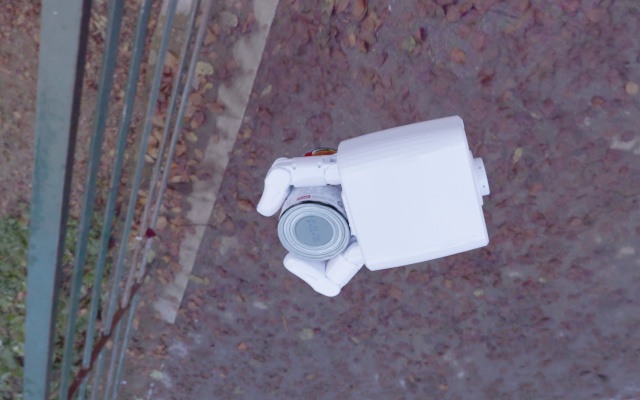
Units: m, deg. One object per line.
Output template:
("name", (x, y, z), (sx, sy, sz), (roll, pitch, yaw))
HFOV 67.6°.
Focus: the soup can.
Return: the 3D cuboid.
("soup can", (0.000, 0.002, 0.462), (0.068, 0.068, 0.102), (0, 34, 8))
